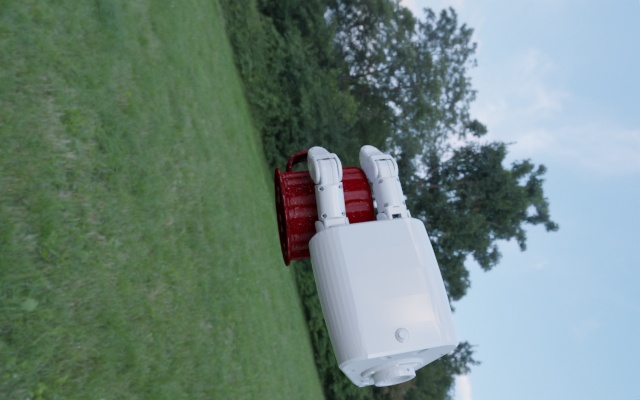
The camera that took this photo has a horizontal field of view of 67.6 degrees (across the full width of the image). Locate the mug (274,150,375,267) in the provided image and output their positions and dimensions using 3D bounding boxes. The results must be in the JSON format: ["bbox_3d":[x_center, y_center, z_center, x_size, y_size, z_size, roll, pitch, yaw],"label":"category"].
[{"bbox_3d":[0.000,0.000,0.460,0.081,0.117,0.093,-6,-32,-10],"label":"mug"}]
